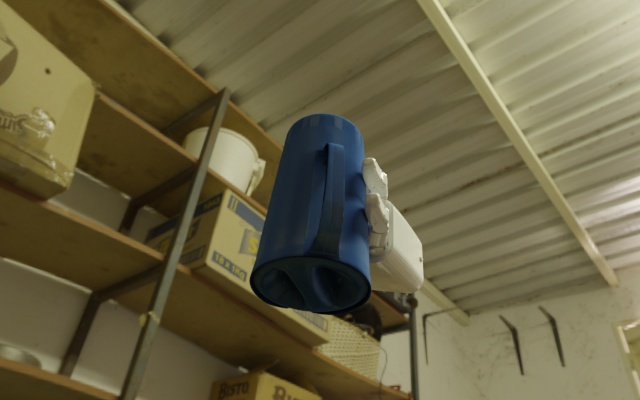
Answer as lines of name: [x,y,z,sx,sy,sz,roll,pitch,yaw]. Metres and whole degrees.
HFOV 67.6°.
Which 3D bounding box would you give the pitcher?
pitcher: [0.000,0.002,0.583,0.149,0.242,0.145,-21,-45,29]
